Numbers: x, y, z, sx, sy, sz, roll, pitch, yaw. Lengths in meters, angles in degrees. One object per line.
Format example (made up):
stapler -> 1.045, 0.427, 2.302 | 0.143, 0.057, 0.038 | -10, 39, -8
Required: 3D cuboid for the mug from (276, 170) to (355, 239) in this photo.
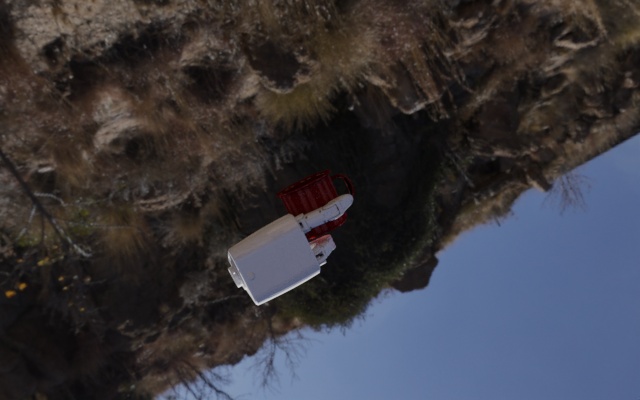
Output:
mug -> 0.001, 0.002, 0.749 | 0.117, 0.081, 0.093 | -28, 10, -15
